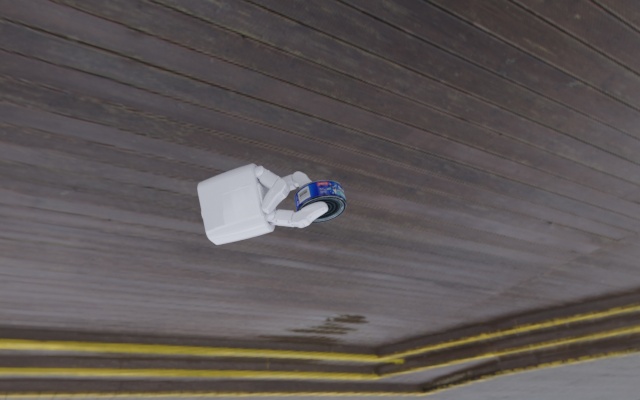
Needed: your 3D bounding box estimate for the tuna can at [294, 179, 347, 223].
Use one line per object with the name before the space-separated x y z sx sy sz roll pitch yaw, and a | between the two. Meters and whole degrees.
tuna can | 0.000 0.003 0.804 0.086 0.033 0.086 -9 -32 -6
